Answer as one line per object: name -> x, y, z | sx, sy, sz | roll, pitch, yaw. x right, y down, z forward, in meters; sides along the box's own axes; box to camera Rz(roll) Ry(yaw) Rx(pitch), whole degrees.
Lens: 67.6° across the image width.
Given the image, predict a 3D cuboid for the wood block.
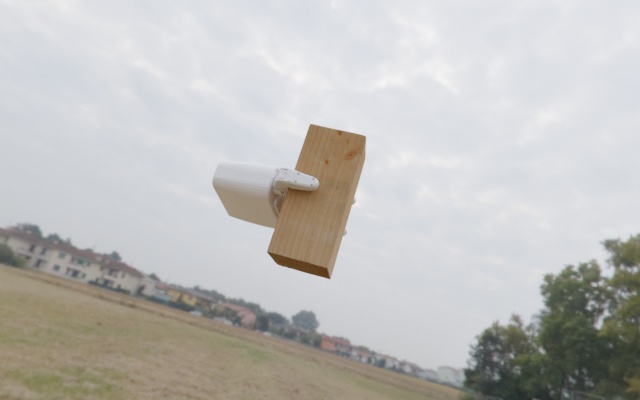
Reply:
wood block -> 0.000, 0.002, 0.721 | 0.090, 0.206, 0.091 | 14, -17, 10
